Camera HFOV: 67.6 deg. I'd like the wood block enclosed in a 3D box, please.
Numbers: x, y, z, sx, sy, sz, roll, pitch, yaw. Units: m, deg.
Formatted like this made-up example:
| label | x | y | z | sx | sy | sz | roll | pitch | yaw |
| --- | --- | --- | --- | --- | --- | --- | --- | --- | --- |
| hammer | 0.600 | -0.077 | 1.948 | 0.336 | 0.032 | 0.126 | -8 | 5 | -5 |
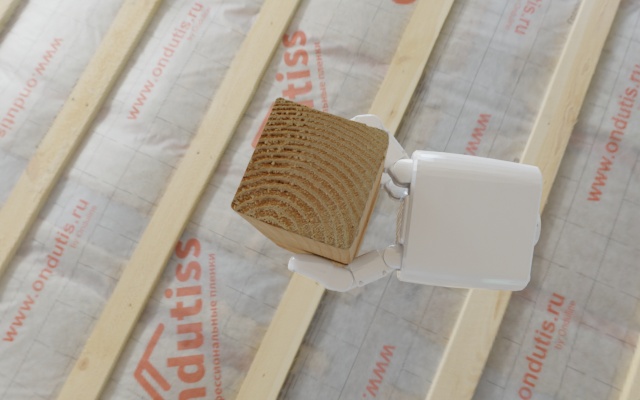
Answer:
| label | x | y | z | sx | sy | sz | roll | pitch | yaw |
| --- | --- | --- | --- | --- | --- | --- | --- | --- | --- |
| wood block | 0.000 | 0.002 | 0.429 | 0.090 | 0.091 | 0.206 | 19 | -11 | 8 |
